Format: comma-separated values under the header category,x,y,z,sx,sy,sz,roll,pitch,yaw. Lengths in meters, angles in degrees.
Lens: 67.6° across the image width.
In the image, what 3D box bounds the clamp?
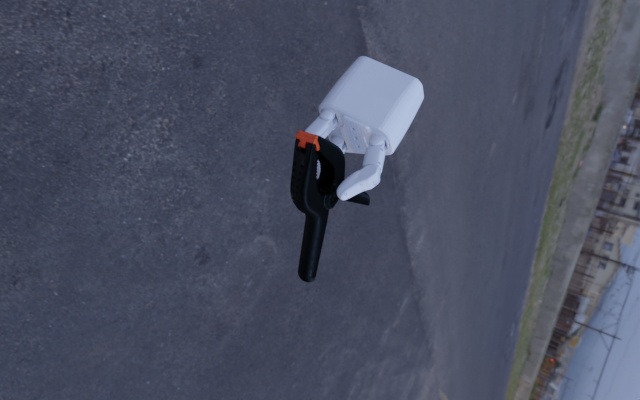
category,x,y,z,sx,sy,sz,roll,pitch,yaw
clamp,0.001,0.002,0.611,0.036,0.164,0.210,21,-26,29
